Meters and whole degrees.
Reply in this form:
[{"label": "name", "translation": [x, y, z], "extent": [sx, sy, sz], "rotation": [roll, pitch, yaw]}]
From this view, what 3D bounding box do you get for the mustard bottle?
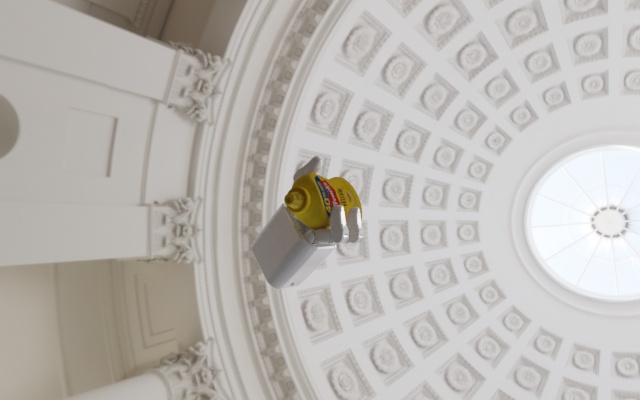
[{"label": "mustard bottle", "translation": [0.001, 0.002, 0.795], "extent": [0.058, 0.096, 0.191], "rotation": [-25, -15, 27]}]
